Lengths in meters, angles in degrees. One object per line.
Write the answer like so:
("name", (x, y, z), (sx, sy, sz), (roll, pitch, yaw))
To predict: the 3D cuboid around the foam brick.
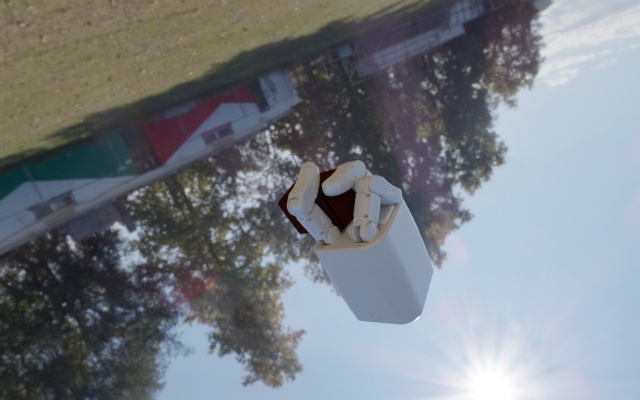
("foam brick", (0.000, 0.002, 0.556), (0.078, 0.051, 0.053), (-9, 33, 47))
